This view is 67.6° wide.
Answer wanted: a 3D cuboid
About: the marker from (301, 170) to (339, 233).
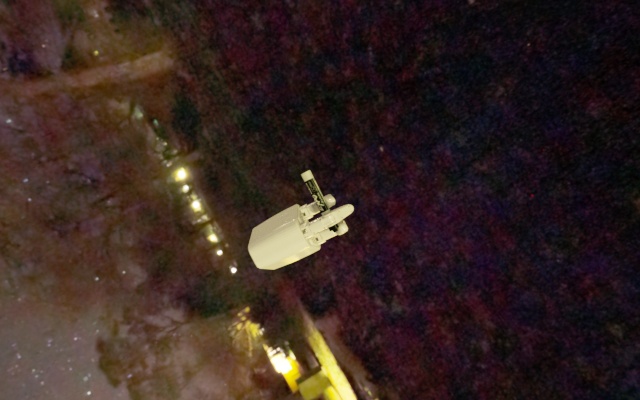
[{"bbox_3d":[0.000,0.003,0.861,0.020,0.121,0.020,-27,2,1],"label":"marker"}]
